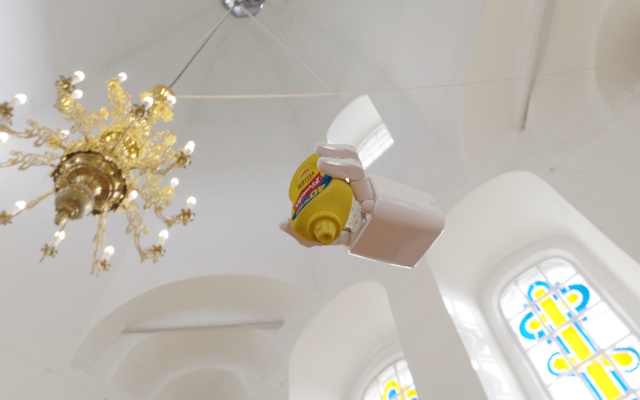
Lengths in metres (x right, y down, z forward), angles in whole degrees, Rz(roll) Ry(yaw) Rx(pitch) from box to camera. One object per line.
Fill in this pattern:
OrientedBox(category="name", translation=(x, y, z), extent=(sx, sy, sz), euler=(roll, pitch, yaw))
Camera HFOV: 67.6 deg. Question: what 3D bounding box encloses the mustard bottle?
OrientedBox(category="mustard bottle", translation=(0.000, 0.002, 0.639), extent=(0.058, 0.096, 0.191), euler=(40, 17, -21))
